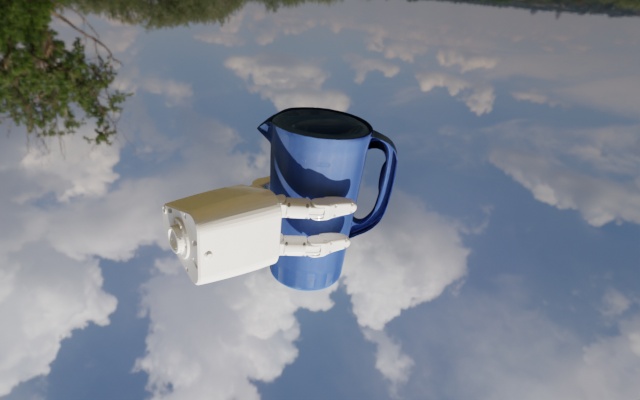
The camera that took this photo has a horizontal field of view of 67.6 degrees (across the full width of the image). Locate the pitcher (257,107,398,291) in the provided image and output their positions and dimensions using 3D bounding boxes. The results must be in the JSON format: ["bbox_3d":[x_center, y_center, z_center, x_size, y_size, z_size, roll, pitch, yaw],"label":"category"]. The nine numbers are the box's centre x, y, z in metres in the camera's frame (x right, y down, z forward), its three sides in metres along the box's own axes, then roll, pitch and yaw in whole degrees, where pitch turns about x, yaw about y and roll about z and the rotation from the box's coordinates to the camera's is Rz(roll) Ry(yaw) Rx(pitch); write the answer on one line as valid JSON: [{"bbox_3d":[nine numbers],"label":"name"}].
[{"bbox_3d":[0.000,0.002,0.663,0.145,0.243,0.149,-15,34,-37],"label":"pitcher"}]
